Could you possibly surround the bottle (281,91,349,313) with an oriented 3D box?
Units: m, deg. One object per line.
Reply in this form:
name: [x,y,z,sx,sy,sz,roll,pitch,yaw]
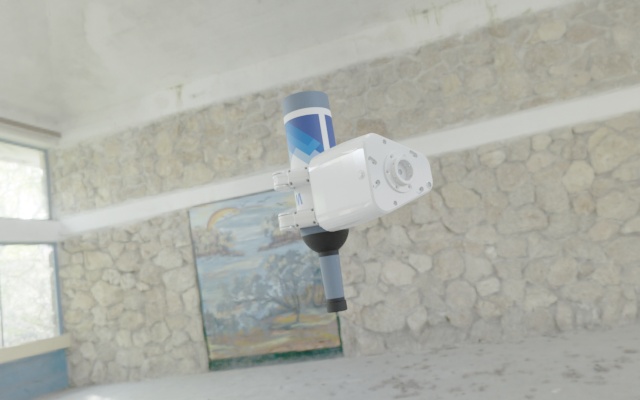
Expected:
bottle: [0.000,0.002,0.651,0.069,0.295,0.069,-9,-8,-1]
